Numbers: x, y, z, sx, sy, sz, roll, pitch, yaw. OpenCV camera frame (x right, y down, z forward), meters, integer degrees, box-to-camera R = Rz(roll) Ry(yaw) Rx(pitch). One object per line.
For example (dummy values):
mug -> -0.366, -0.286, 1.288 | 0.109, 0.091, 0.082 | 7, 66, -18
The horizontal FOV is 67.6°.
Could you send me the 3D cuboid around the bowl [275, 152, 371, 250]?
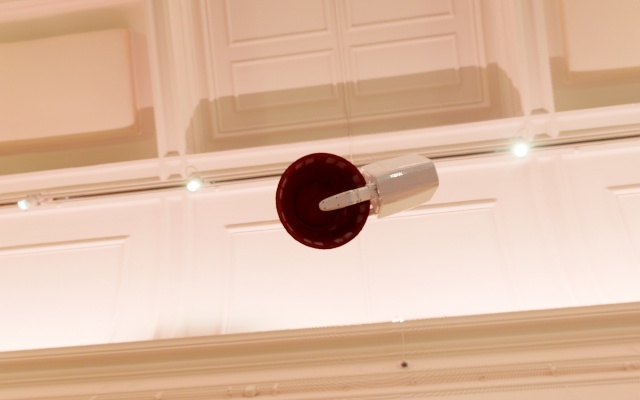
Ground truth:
bowl -> -0.001, 0.003, 0.809 | 0.162, 0.162, 0.055 | 0, -5, -14
